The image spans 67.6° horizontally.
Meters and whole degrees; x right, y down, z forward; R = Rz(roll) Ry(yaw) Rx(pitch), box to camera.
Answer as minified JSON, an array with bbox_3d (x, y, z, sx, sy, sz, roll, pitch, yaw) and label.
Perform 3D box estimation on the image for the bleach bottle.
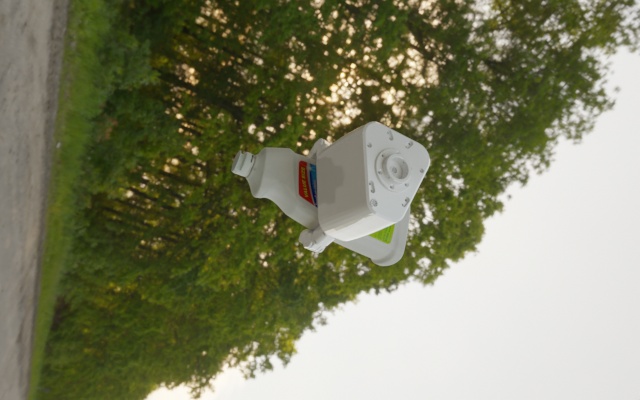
[{"bbox_3d":[0.000,0.002,0.641,0.251,0.102,0.068,22,-23,-21],"label":"bleach bottle"}]
